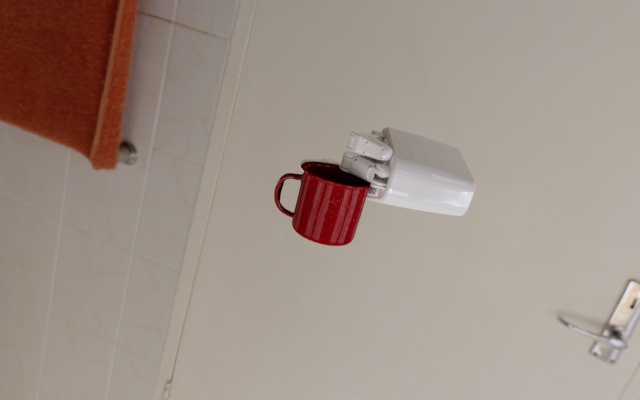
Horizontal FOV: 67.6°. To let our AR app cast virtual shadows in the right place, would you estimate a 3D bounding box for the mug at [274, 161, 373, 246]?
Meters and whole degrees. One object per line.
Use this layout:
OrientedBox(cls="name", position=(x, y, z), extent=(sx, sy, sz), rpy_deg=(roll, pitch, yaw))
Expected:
OrientedBox(cls="mug", position=(-0.001, 0.002, 0.592), extent=(0.117, 0.081, 0.093), rpy_deg=(12, 18, -8))
